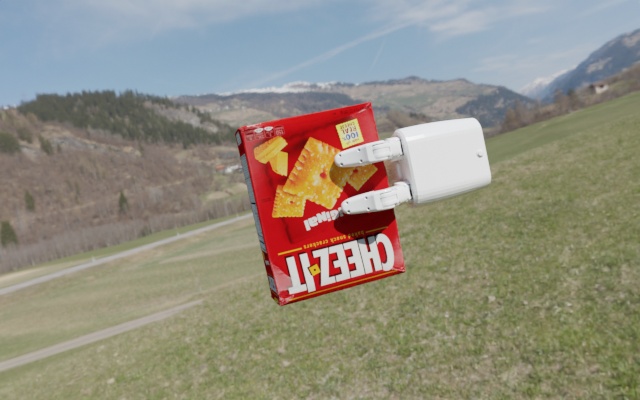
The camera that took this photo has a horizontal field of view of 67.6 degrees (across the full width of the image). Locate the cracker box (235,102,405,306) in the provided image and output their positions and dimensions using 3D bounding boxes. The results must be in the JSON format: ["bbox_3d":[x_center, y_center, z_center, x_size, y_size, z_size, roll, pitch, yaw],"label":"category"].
[{"bbox_3d":[0.000,0.002,0.584,0.164,0.214,0.072,-13,3,-13],"label":"cracker box"}]
